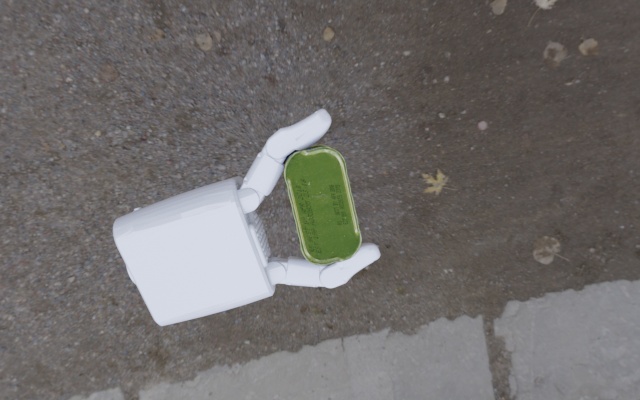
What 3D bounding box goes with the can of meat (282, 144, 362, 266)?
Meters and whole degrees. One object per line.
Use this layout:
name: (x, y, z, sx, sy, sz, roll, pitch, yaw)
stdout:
can of meat: (0.000, 0.002, 0.425, 0.057, 0.102, 0.084, -13, 5, -1)
